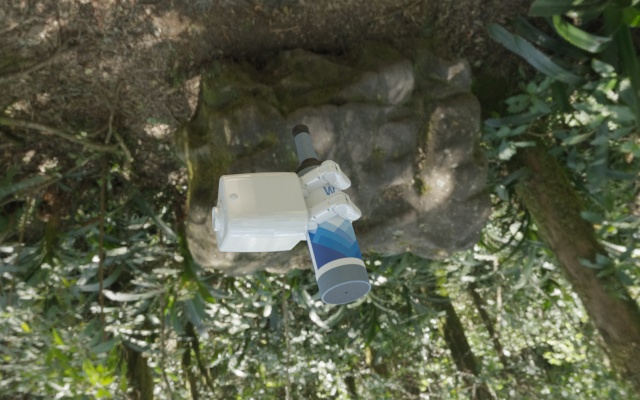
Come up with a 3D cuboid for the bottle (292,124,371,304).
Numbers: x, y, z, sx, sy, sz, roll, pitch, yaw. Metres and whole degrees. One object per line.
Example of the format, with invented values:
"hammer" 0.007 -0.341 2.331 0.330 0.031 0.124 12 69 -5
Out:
"bottle" 0.000 0.002 0.697 0.069 0.295 0.069 -11 -34 -7
